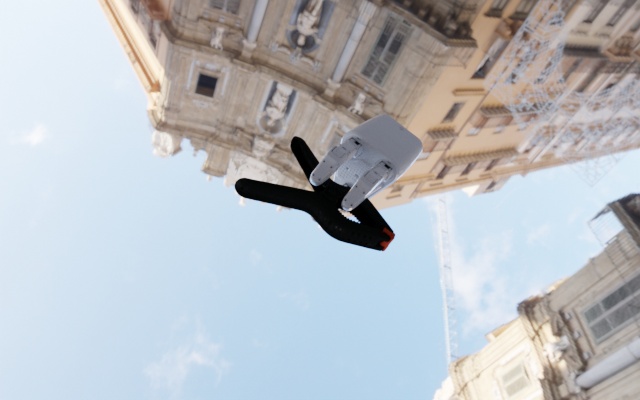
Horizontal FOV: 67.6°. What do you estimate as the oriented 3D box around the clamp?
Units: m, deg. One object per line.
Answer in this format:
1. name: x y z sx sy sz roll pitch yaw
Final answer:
1. clamp: 0.000 0.003 0.634 0.210 0.036 0.164 38 40 12
